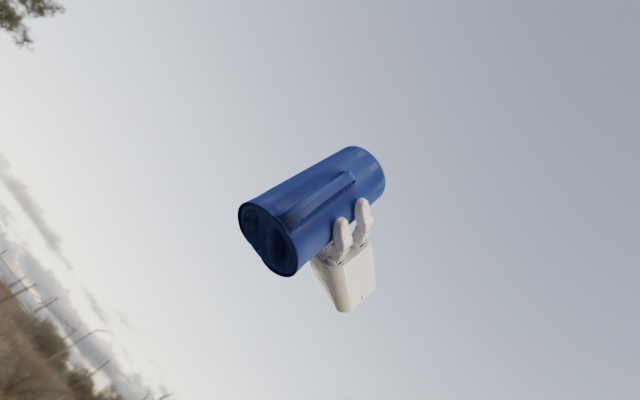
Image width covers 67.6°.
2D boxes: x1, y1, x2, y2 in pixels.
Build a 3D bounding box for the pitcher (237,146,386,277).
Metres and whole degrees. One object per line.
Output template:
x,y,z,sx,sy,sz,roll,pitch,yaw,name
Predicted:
0.000,0.003,0.774,0.149,0.145,0.242,21,44,40,pitcher
